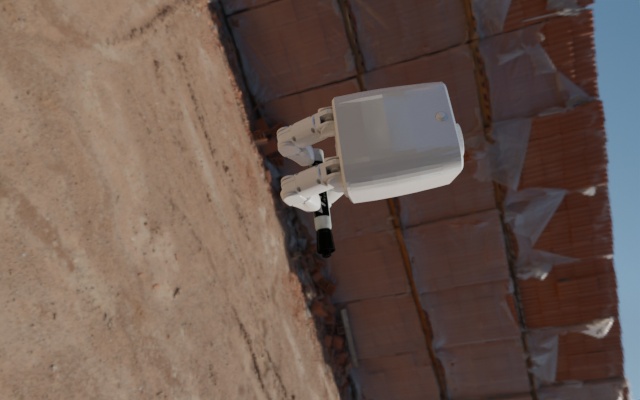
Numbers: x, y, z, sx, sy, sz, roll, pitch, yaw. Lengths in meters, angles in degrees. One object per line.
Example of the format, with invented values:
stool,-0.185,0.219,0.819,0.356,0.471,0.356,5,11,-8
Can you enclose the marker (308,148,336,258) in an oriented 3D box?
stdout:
marker,0.000,0.002,0.505,0.020,0.121,0.020,-6,-23,-2
